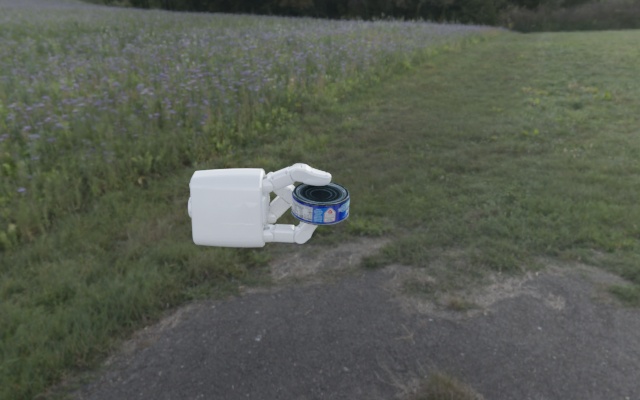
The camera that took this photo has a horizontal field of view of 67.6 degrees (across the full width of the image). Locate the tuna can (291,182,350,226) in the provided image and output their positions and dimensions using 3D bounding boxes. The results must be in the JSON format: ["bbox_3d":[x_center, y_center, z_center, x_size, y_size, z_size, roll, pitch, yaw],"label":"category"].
[{"bbox_3d":[0.000,0.002,0.700,0.086,0.034,0.086,3,26,-1],"label":"tuna can"}]
